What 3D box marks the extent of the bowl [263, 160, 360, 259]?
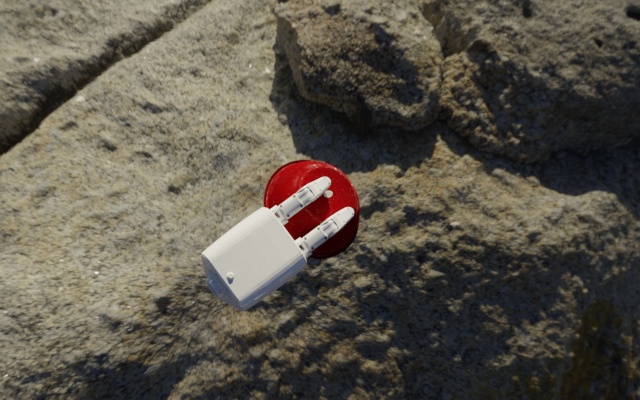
[{"bbox_3d":[0.001,0.001,0.710,0.162,0.162,0.055,0,-21,-27],"label":"bowl"}]
